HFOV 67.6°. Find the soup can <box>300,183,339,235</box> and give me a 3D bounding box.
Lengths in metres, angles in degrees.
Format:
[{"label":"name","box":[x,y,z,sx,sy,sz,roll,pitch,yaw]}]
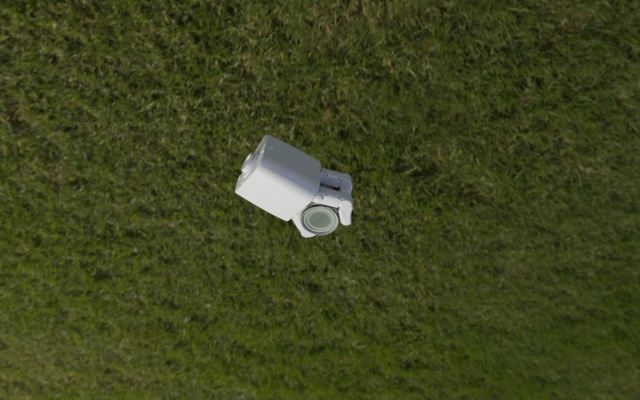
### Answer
[{"label":"soup can","box":[0.000,0.003,0.841,0.068,0.069,0.102,0,39,2]}]
